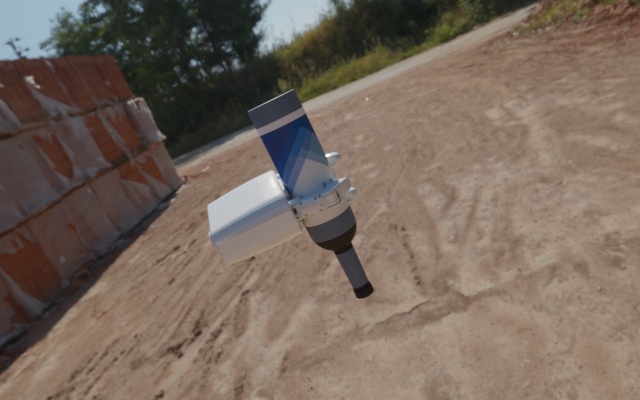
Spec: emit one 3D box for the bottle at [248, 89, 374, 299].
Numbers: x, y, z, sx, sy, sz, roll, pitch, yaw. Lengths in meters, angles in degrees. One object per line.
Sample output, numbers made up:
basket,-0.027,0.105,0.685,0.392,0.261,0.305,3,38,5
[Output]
bottle,0.000,0.002,0.637,0.069,0.296,0.069,-25,14,6
